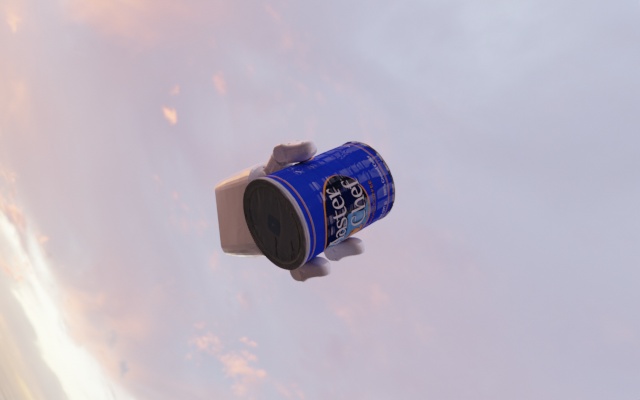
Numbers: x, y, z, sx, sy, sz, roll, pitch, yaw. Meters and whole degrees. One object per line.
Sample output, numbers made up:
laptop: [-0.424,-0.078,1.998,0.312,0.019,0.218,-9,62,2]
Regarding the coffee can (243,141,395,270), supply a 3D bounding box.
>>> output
coffee can: [0.000,0.002,0.534,0.140,0.103,0.103,-26,16,-37]
